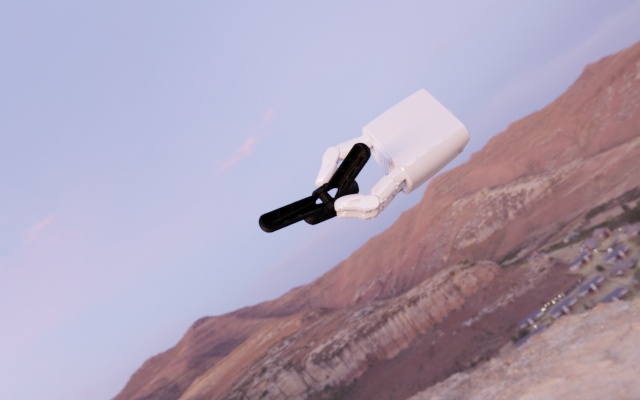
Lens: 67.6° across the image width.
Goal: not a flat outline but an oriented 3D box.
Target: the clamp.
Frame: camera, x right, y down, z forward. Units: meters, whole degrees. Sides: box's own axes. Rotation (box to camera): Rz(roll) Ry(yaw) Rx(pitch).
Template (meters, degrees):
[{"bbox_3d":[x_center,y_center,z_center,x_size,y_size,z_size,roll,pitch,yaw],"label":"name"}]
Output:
[{"bbox_3d":[0.000,0.002,0.665,0.164,0.036,0.210,-35,-13,-3],"label":"clamp"}]
